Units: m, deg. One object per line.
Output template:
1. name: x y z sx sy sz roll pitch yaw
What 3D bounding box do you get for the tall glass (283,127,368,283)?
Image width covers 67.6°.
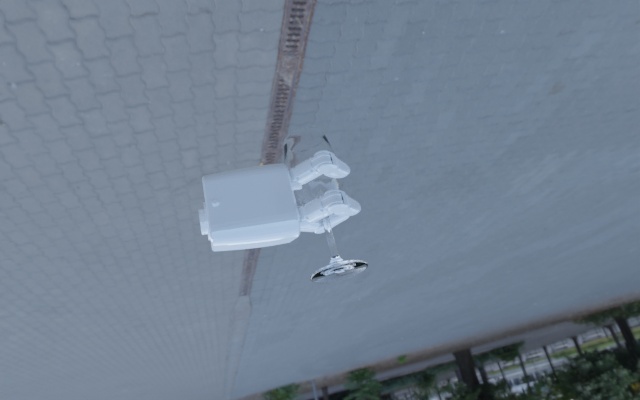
1. tall glass: 0.000 0.003 0.633 0.079 0.201 0.079 -12 -25 -6
